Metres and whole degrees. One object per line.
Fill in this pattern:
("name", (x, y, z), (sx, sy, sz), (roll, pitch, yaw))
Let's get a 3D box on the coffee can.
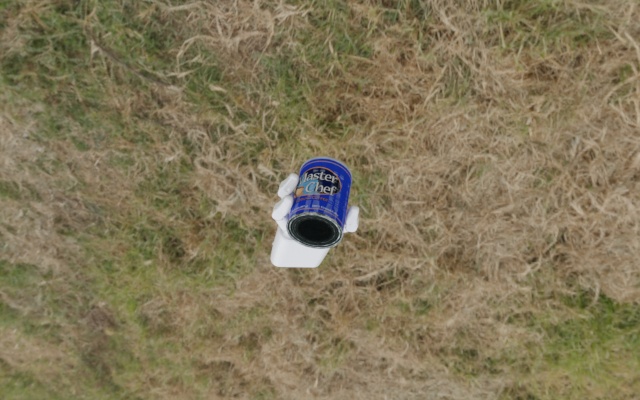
("coffee can", (0.000, 0.003, 0.879), (0.103, 0.140, 0.103), (7, -41, 6))
